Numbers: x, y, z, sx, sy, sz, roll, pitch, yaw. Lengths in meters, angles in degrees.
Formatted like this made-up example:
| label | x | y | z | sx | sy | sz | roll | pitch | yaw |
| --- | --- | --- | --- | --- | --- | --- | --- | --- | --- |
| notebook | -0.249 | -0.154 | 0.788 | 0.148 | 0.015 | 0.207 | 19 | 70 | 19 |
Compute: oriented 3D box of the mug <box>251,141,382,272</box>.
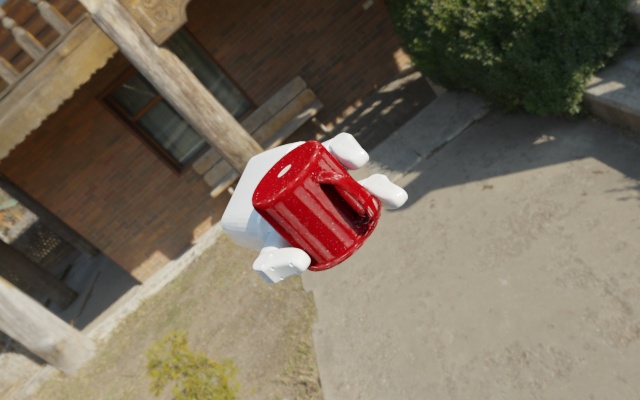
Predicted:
| label | x | y | z | sx | sy | sz | roll | pitch | yaw |
| --- | --- | --- | --- | --- | --- | --- | --- | --- | --- |
| mug | 0.001 | 0.001 | 0.414 | 0.081 | 0.093 | 0.117 | 47 | -26 | -23 |
